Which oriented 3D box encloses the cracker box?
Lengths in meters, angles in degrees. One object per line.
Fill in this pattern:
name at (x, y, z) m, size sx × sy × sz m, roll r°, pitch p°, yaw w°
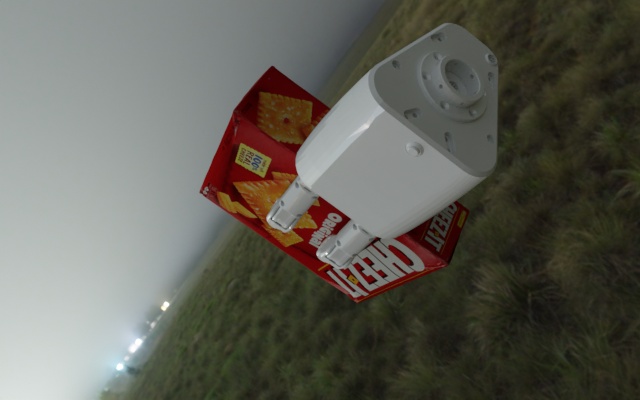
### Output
cracker box at (0.000, 0.001, 0.454) m, size 0.214 × 0.072 × 0.164 m, roll 36°, pitch -32°, yaw -7°
